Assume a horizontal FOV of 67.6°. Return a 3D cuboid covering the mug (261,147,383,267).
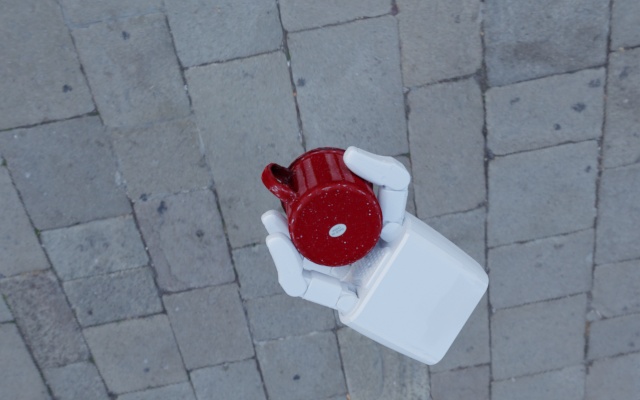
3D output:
[{"bbox_3d":[-0.001,0.001,0.431,0.117,0.093,0.081,30,17,-17],"label":"mug"}]
